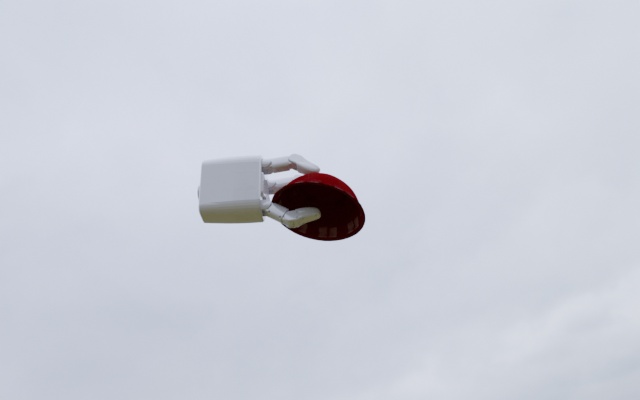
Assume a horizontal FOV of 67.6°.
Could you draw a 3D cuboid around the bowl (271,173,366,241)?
[{"bbox_3d":[0.002,0.003,0.819,0.162,0.055,0.162,8,-38,7],"label":"bowl"}]
